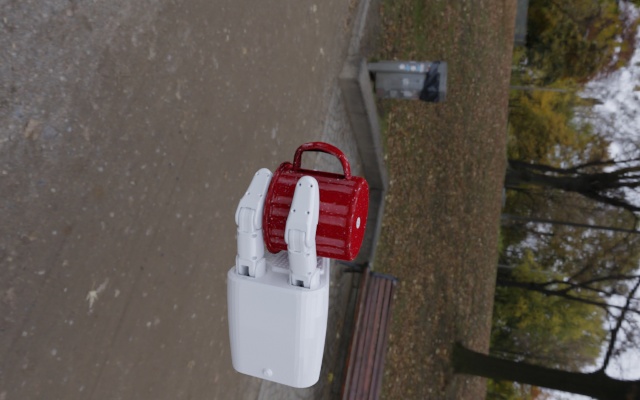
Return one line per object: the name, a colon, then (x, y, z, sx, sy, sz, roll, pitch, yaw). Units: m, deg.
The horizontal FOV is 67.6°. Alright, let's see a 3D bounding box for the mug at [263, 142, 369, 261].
mug: (0.000, 0.000, 0.458, 0.081, 0.117, 0.093, 9, 20, 15)
